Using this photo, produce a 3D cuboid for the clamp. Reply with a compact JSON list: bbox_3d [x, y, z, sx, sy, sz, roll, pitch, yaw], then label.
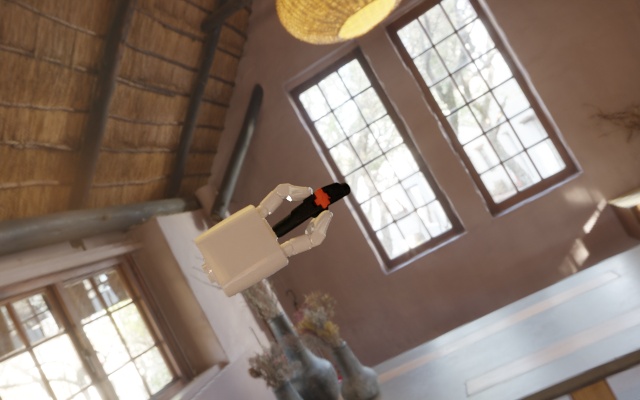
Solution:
[{"bbox_3d":[0.000,0.002,0.787,0.164,0.036,0.210,-33,-2,-15],"label":"clamp"}]
